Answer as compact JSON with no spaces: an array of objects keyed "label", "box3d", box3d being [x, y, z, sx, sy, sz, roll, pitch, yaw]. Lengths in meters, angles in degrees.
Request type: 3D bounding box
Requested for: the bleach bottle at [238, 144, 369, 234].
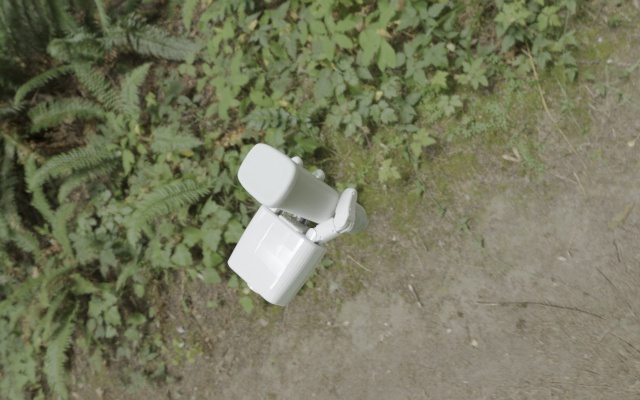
[{"label":"bleach bottle","box3d":[0.000,0.002,0.700,0.102,0.068,0.251,37,6,42]}]
